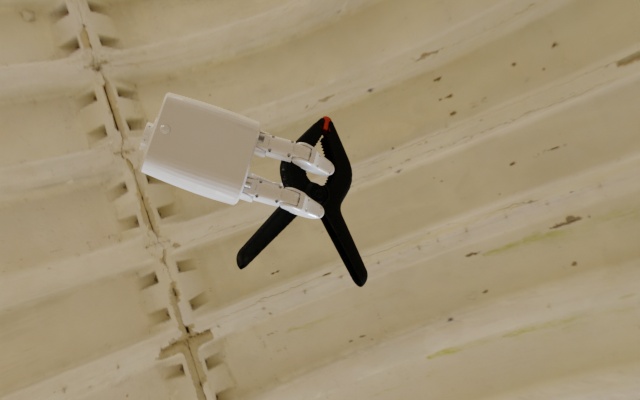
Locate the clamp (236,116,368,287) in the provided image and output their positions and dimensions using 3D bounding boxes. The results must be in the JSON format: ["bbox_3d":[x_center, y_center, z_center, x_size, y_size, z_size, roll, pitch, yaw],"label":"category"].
[{"bbox_3d":[0.000,0.001,0.589,0.164,0.210,0.036,19,-16,-20],"label":"clamp"}]
